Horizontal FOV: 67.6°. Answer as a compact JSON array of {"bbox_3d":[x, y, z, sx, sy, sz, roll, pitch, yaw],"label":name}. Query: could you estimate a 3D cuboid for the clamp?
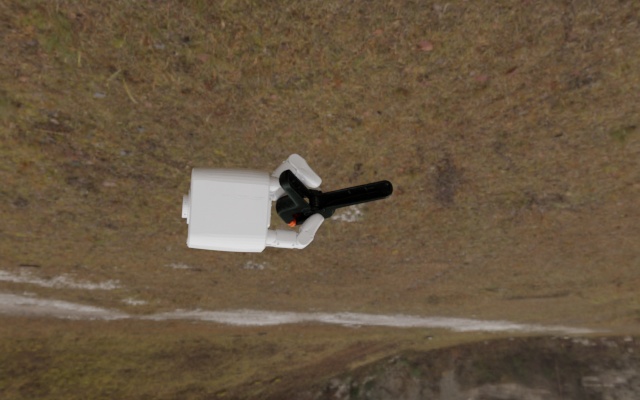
[{"bbox_3d":[0.000,0.003,0.717,0.164,0.036,0.210,4,-17,-16],"label":"clamp"}]
